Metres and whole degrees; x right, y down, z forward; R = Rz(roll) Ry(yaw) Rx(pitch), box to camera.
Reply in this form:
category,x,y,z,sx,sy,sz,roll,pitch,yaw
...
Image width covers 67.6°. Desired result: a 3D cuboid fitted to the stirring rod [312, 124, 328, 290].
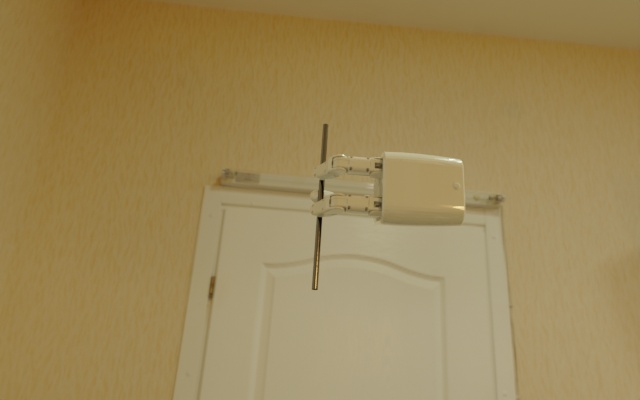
category,x,y,z,sx,sy,sz,roll,pitch,yaw
stirring rod,0.000,0.002,0.656,0.011,0.239,0.011,3,-20,1
